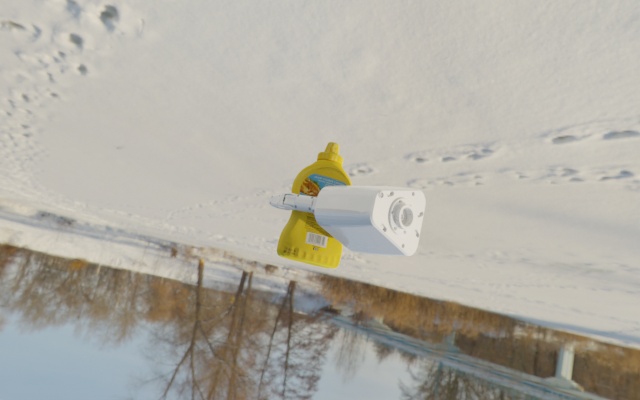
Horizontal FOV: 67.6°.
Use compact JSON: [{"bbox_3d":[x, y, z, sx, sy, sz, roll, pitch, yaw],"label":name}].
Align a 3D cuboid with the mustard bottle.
[{"bbox_3d":[0.000,0.003,0.735,0.096,0.191,0.058,16,-10,-15],"label":"mustard bottle"}]
